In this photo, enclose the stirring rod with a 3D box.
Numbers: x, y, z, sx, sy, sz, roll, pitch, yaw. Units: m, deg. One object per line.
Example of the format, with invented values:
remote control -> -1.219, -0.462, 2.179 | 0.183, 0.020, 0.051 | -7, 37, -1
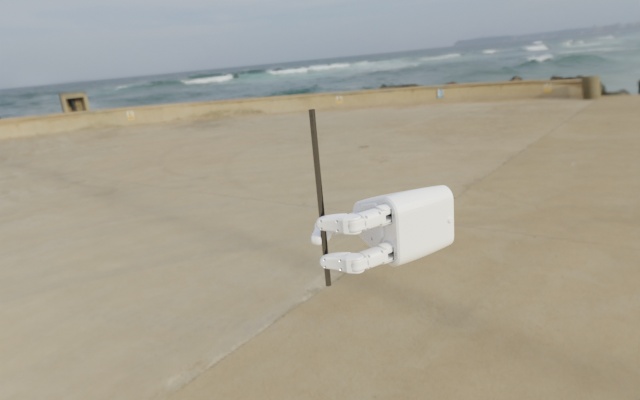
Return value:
stirring rod -> 0.000, 0.002, 0.627 | 0.011, 0.239, 0.011 | -5, 16, 1
